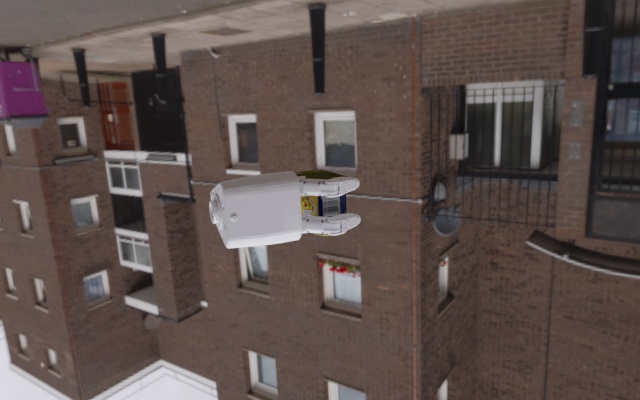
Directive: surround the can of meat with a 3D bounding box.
[{"bbox_3d":[0.000,0.003,0.728,0.057,0.084,0.102,-8,14,-24],"label":"can of meat"}]
